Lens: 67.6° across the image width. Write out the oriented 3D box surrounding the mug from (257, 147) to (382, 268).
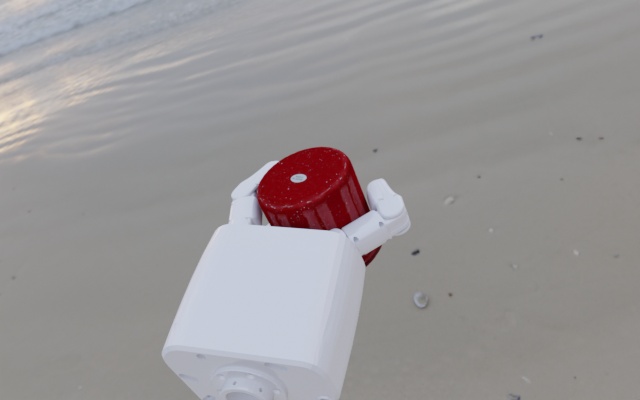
[{"bbox_3d":[0.000,0.000,0.412,0.093,0.081,0.117,-10,38,20],"label":"mug"}]
